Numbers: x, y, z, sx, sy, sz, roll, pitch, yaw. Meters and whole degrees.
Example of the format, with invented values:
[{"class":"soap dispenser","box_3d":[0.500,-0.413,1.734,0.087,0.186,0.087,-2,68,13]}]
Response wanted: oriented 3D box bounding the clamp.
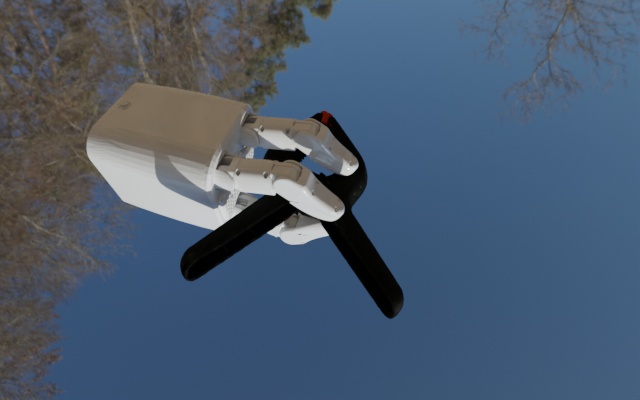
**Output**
[{"class":"clamp","box_3d":[0.000,0.001,0.407,0.164,0.209,0.036,17,-42,3]}]
